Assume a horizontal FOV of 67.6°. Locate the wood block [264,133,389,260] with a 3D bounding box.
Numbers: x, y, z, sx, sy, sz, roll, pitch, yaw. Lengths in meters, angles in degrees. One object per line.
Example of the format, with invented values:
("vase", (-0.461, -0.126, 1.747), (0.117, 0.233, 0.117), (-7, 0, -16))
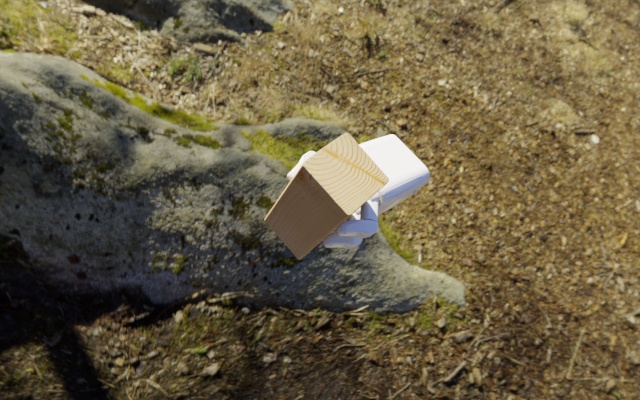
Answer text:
("wood block", (0.000, 0.002, 0.705), (0.090, 0.091, 0.206), (-38, -5, -30))
